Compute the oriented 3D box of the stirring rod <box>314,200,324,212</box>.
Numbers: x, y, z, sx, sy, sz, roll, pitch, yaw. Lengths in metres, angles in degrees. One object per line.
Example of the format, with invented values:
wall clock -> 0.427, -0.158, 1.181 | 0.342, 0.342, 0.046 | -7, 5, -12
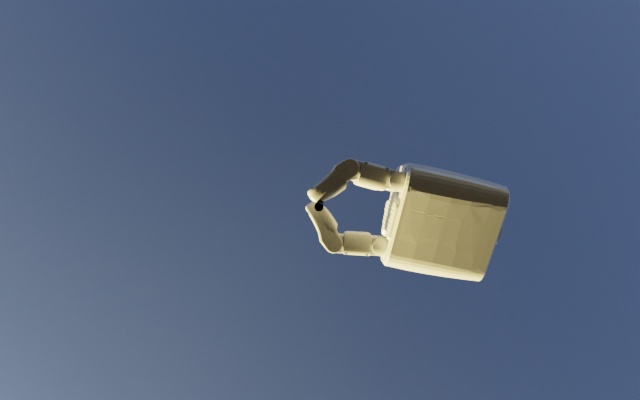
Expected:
stirring rod -> 0.000, 0.002, 0.533 | 0.011, 0.011, 0.239 | 0, 2, 1
